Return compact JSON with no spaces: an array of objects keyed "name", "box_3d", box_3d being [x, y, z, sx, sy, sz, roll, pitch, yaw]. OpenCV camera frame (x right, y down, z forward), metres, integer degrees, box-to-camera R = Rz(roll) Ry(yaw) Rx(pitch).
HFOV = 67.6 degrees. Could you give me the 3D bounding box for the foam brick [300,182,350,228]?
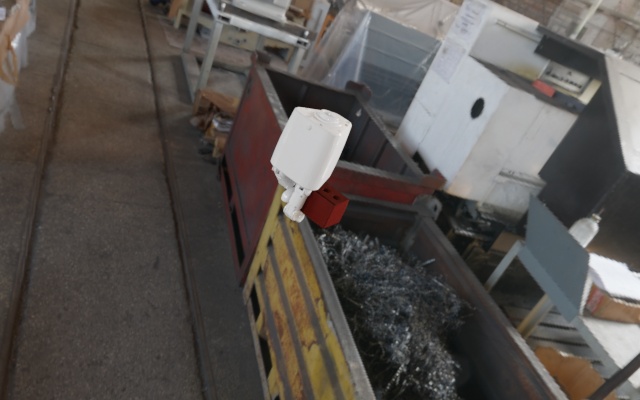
[{"name":"foam brick","box_3d":[0.000,0.003,0.827,0.078,0.051,0.053,37,26,20]}]
